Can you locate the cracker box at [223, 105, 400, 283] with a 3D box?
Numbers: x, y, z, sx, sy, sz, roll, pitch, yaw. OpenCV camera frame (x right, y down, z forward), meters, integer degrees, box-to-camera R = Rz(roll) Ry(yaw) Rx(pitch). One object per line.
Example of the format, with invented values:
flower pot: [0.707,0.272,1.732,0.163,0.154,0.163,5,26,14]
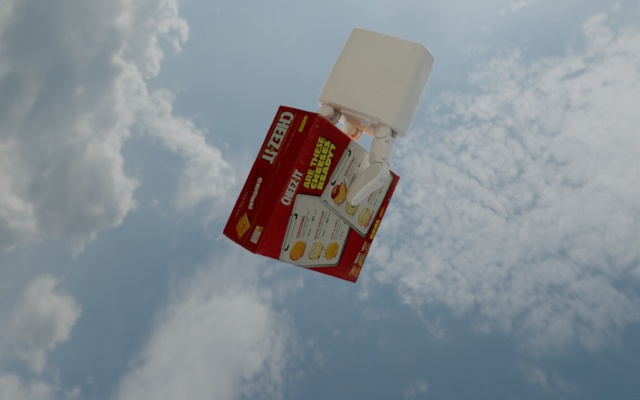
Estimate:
cracker box: [0.000,0.002,0.599,0.072,0.164,0.214,21,-3,38]
